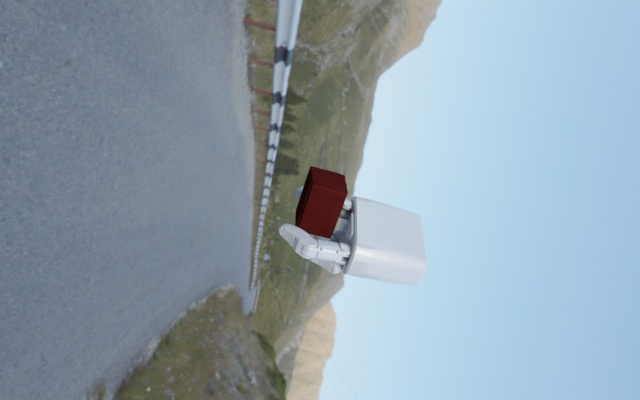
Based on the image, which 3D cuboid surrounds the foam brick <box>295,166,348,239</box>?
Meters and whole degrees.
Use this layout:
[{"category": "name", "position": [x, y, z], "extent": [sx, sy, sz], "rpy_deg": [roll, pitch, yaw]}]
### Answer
[{"category": "foam brick", "position": [0.000, 0.002, 0.649], "extent": [0.051, 0.078, 0.053], "rpy_deg": [14, 29, -10]}]
